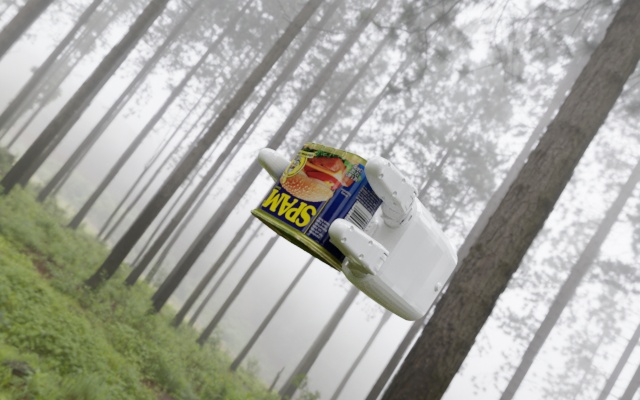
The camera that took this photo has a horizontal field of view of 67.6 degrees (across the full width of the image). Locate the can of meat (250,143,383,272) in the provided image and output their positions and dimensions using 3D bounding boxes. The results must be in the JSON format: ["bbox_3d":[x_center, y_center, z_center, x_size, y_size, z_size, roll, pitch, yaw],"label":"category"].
[{"bbox_3d":[0.000,0.001,0.414,0.057,0.084,0.102,43,-12,-38],"label":"can of meat"}]
